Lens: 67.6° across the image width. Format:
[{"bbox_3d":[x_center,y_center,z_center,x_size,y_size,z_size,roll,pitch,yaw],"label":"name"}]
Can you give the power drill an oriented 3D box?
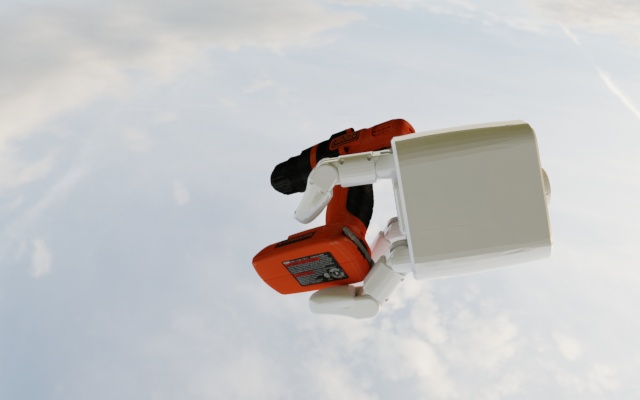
[{"bbox_3d":[0.000,0.002,0.478,0.184,0.187,0.057,-18,-55,34],"label":"power drill"}]
